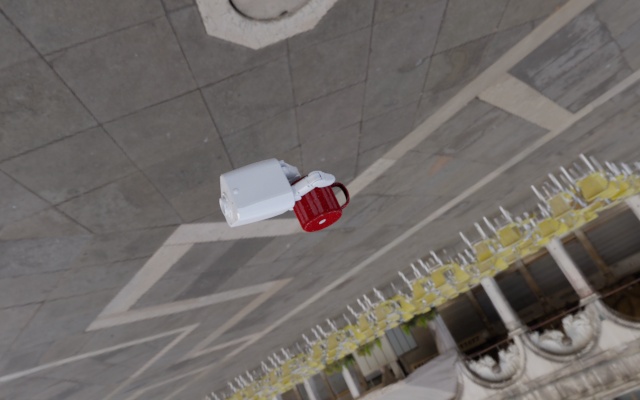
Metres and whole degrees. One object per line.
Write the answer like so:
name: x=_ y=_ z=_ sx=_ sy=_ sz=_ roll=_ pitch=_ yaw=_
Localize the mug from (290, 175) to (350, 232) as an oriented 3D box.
mug: x=0.002 y=0.003 z=0.896 sx=0.117 sy=0.081 sz=0.093 roll=-18 pitch=-22 yaw=-20
